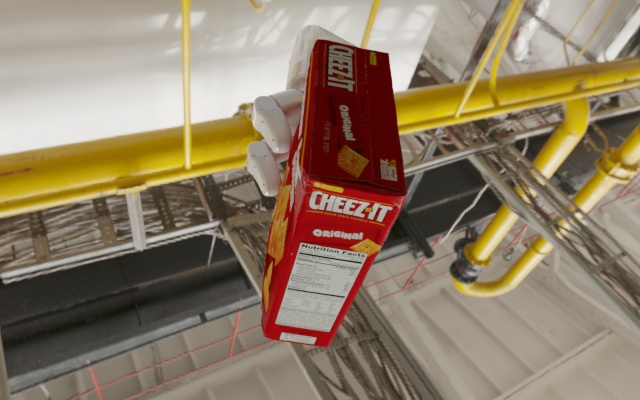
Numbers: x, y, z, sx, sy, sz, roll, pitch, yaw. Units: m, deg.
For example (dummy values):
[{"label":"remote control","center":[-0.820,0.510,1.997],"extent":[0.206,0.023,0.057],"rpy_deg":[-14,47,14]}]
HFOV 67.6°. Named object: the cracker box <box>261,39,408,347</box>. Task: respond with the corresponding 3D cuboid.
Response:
[{"label":"cracker box","center":[0.000,0.001,0.410],"extent":[0.072,0.164,0.214],"rpy_deg":[9,-43,-8]}]
